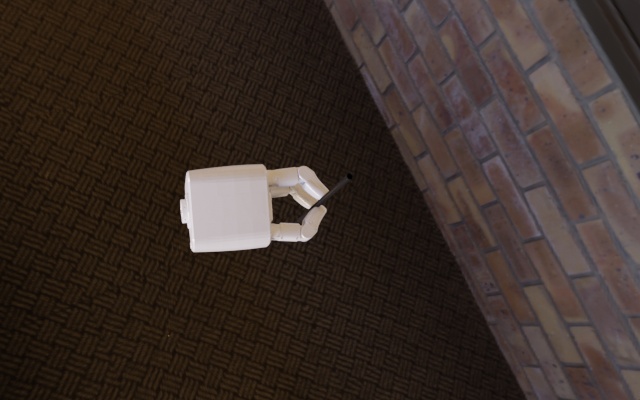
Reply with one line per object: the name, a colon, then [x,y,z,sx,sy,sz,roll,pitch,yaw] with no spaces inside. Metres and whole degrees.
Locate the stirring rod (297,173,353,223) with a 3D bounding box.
stirring rod: [0.000,0.002,0.686,0.011,0.011,0.239,0,-15,-18]
